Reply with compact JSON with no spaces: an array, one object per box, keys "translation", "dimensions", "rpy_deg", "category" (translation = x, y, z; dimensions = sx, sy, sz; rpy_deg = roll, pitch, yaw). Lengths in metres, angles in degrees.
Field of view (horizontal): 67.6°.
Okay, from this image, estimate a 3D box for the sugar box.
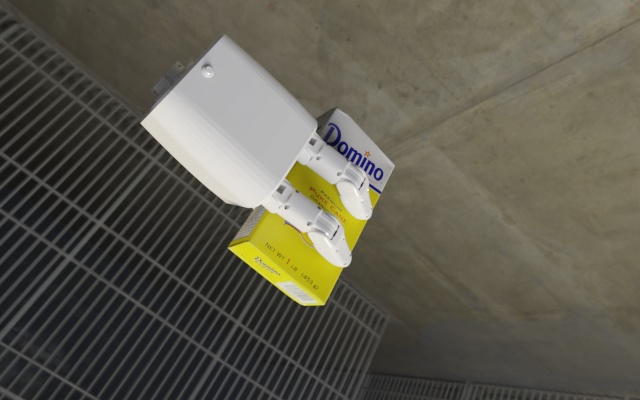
[{"translation":[0.000,0.001,0.455],"dimensions":[0.093,0.176,0.048],"rpy_deg":[43,-31,-20],"category":"sugar box"}]
